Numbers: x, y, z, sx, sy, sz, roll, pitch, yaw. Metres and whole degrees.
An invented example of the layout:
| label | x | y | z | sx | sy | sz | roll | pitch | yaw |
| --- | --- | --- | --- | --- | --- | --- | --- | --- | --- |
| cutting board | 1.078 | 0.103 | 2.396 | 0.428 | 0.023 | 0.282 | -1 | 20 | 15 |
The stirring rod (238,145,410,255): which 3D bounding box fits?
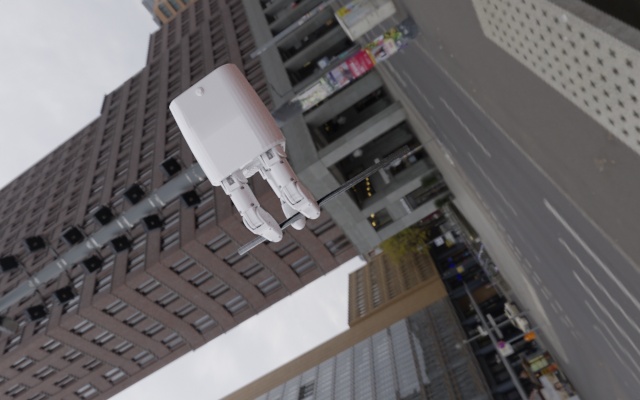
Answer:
| label | x | y | z | sx | sy | sz | roll | pitch | yaw |
| --- | --- | --- | --- | --- | --- | --- | --- | --- | --- |
| stirring rod | 0.000 | 0.002 | 0.568 | 0.239 | 0.011 | 0.011 | -32 | -7 | 11 |
